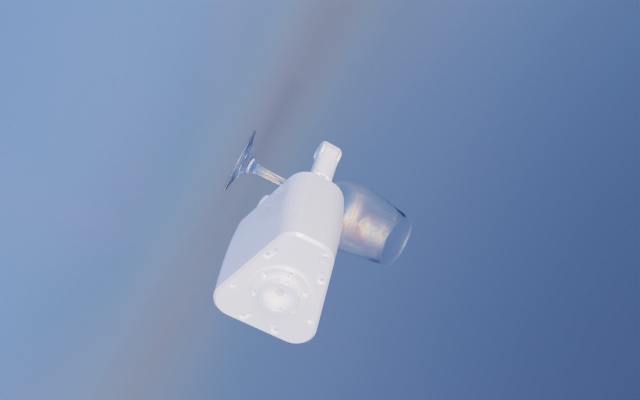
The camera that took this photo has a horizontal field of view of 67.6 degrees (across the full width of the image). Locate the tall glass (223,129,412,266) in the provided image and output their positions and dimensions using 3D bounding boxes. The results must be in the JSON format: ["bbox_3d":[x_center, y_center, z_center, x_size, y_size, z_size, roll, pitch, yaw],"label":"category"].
[{"bbox_3d":[0.000,0.001,0.527,0.201,0.079,0.079,27,-5,-9],"label":"tall glass"}]
